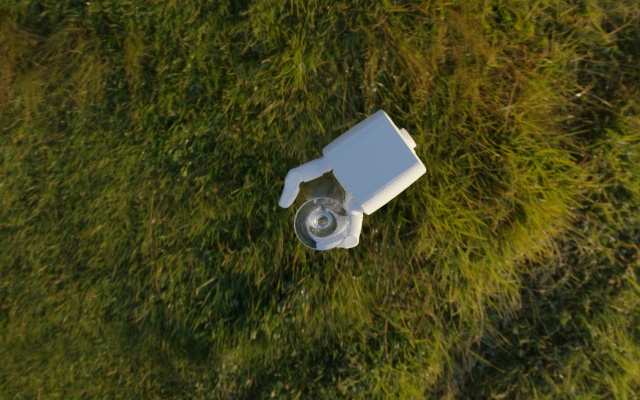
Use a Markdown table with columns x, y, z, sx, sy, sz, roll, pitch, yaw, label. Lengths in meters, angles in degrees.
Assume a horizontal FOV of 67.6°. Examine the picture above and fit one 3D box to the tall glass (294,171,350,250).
| x | y | z | sx | sy | sz | roll | pitch | yaw | label |
| --- | --- | --- | --- | --- | --- | --- | --- | --- | --- |
| 0.000 | 0.003 | 0.720 | 0.079 | 0.079 | 0.201 | 0 | 17 | -2 | tall glass |
